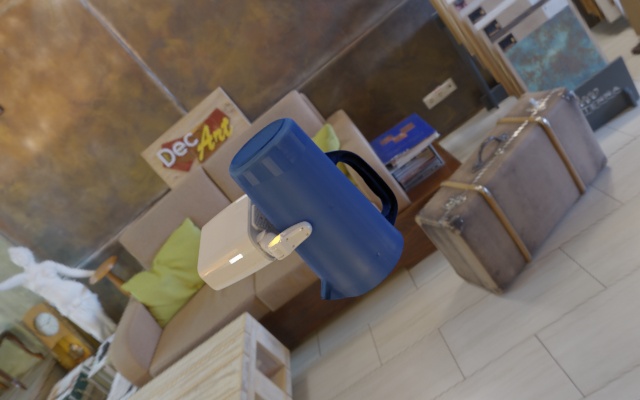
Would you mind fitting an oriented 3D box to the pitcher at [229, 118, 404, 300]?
[{"bbox_3d":[0.000,0.002,0.653,0.145,0.243,0.149,-32,23,22],"label":"pitcher"}]
